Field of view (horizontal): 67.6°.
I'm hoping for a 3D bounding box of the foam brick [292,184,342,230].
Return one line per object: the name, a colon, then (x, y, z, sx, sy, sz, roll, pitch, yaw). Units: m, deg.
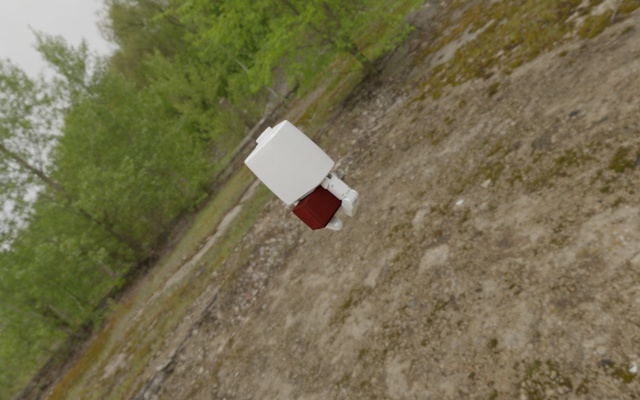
foam brick: (0.000, 0.003, 0.788, 0.051, 0.078, 0.053, 42, -25, -13)
